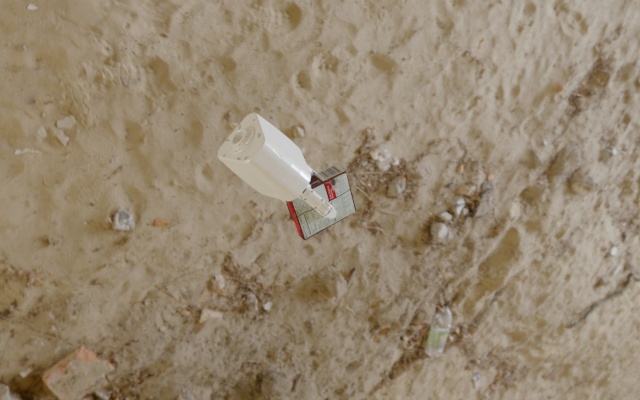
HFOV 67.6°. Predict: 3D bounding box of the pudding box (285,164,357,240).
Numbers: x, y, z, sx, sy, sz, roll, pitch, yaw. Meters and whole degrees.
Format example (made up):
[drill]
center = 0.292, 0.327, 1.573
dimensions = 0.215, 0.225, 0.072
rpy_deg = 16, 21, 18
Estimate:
[pudding box]
center = 0.000, 0.003, 0.816
dimensions = 0.113, 0.090, 0.039
rpy_deg = -27, 35, -15
